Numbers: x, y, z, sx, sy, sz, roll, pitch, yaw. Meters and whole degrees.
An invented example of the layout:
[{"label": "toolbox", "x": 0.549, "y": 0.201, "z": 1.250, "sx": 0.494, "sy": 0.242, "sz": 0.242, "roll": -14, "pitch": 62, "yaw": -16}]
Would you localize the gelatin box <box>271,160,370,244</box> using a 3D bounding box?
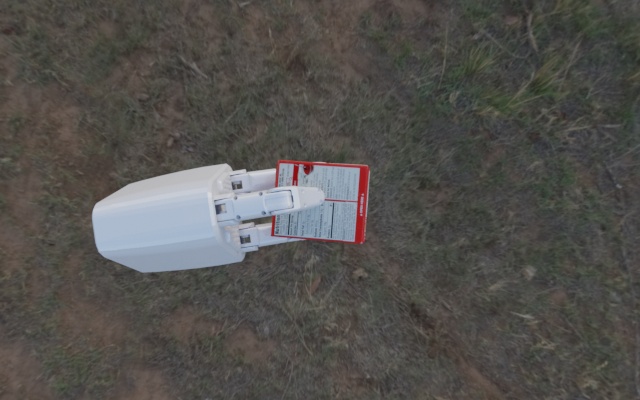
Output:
[{"label": "gelatin box", "x": 0.000, "y": 0.001, "z": 0.454, "sx": 0.089, "sy": 0.073, "sz": 0.030, "roll": 4, "pitch": -2, "yaw": 8}]
